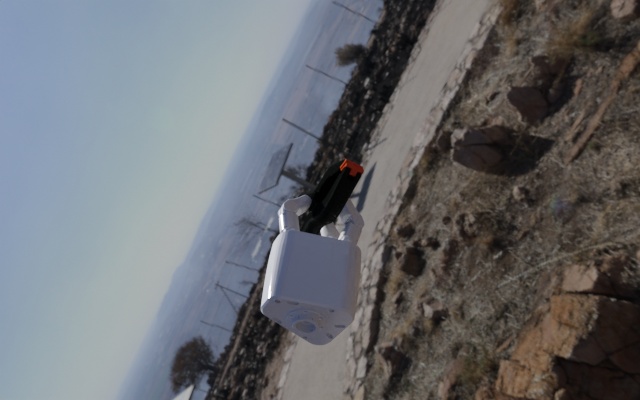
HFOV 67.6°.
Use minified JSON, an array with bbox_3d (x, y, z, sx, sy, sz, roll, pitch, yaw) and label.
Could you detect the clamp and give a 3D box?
[{"bbox_3d":[0.000,0.002,0.717,0.036,0.164,0.210,22,-48,-16],"label":"clamp"}]
